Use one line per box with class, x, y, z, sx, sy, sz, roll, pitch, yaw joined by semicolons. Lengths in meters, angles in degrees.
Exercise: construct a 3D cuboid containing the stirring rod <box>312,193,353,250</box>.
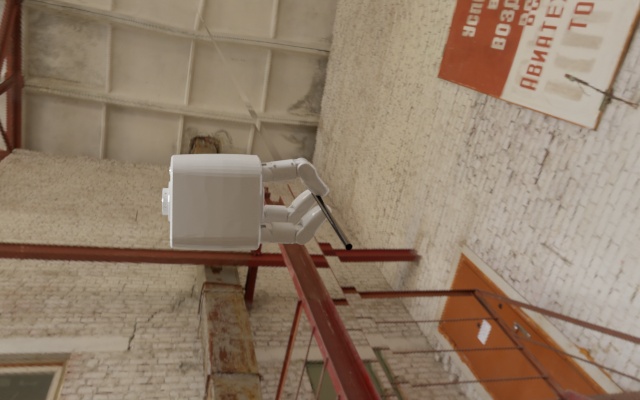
stirring rod;0.000;0.002;0.608;0.011;0.011;0.239;0;23;-16
